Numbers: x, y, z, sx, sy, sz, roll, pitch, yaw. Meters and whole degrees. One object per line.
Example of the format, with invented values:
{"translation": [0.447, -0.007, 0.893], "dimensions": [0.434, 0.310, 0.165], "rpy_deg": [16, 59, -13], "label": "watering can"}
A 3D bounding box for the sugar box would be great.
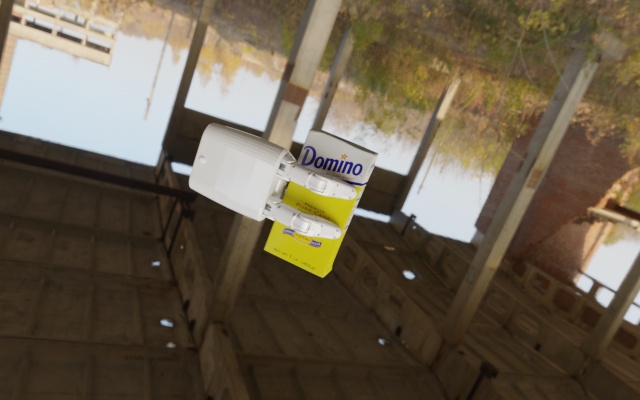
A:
{"translation": [0.000, 0.002, 0.631], "dimensions": [0.093, 0.176, 0.048], "rpy_deg": [23, 14, 10], "label": "sugar box"}
